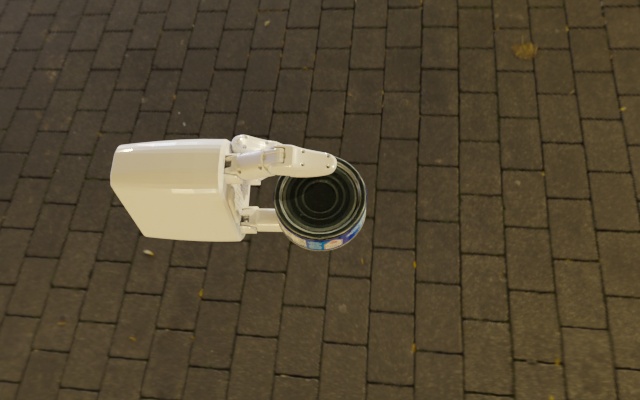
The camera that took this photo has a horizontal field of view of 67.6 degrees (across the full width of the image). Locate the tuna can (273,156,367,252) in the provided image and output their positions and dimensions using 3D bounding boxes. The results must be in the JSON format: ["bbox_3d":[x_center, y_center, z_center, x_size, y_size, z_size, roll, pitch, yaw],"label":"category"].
[{"bbox_3d":[0.000,0.001,0.439,0.086,0.086,0.034,0,-23,2],"label":"tuna can"}]
